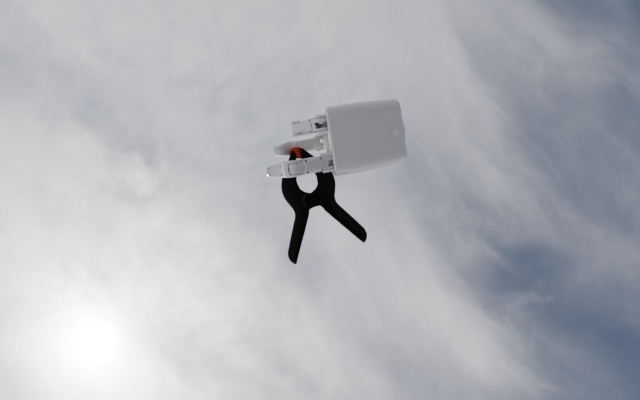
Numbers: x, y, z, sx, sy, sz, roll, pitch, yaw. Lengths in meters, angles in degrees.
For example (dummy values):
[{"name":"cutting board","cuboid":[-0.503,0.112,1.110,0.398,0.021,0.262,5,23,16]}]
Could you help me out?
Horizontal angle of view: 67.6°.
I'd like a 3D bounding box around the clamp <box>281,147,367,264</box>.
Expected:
[{"name":"clamp","cuboid":[0.000,0.002,0.703,0.120,0.171,0.039,-10,8,-6]}]
